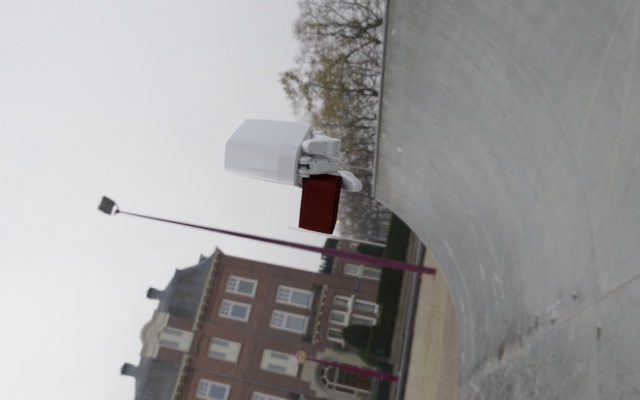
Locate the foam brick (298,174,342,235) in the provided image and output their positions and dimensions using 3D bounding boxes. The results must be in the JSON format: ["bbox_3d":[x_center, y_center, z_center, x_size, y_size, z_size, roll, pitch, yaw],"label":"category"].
[{"bbox_3d":[0.000,0.003,0.699,0.051,0.078,0.053,8,16,6],"label":"foam brick"}]
